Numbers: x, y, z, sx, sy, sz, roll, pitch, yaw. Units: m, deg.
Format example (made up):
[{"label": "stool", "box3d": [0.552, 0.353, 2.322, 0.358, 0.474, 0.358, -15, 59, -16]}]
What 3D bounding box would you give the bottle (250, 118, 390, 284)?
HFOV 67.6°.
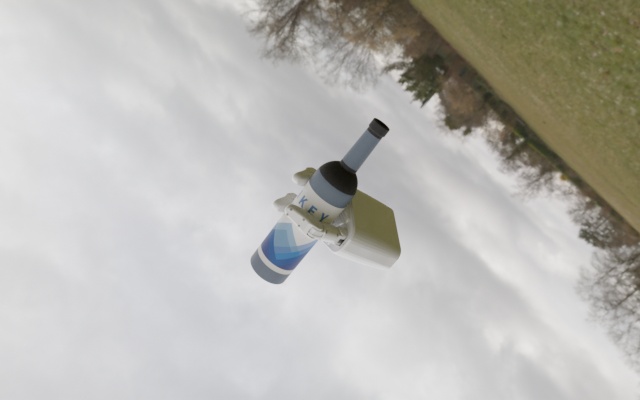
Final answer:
[{"label": "bottle", "box3d": [0.000, 0.002, 0.707, 0.069, 0.296, 0.069, 32, 23, -15]}]
